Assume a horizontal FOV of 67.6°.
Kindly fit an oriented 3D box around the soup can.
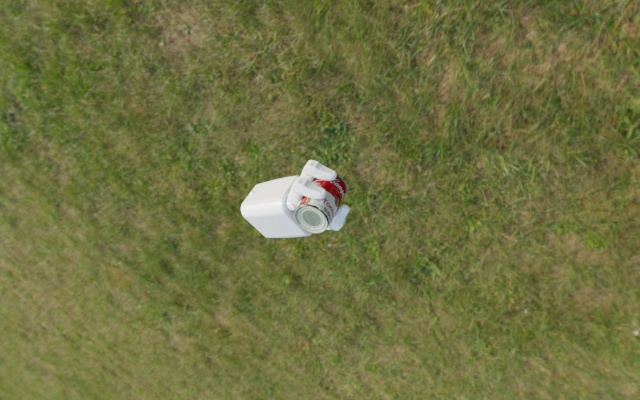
[{"bbox_3d":[0.001,0.003,0.877,0.068,0.068,0.102,0,38,26],"label":"soup can"}]
